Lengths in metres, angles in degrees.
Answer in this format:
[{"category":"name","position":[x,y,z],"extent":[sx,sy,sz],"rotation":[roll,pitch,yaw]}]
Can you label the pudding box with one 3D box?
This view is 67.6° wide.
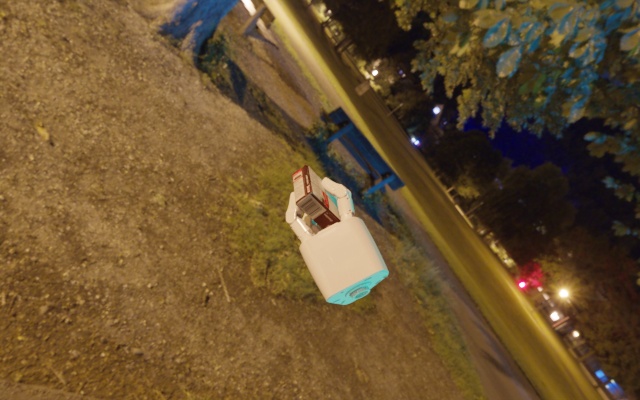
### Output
[{"category":"pudding box","position":[0.000,0.003,0.848],"extent":[0.039,0.113,0.090],"rotation":[-33,35,16]}]
